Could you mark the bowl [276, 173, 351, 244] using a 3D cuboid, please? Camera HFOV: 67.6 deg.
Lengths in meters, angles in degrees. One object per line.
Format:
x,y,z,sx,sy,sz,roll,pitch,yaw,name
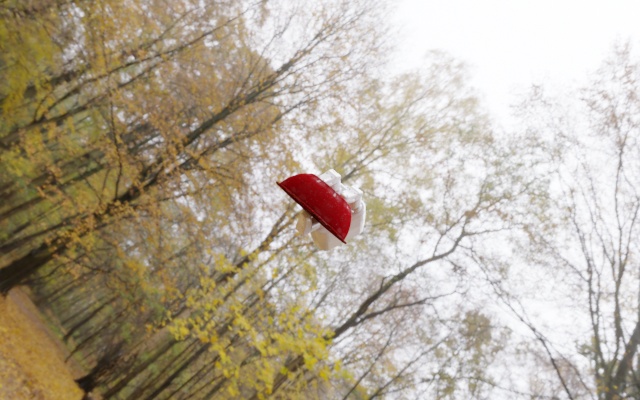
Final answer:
0.000,0.002,0.821,0.162,0.055,0.162,41,-3,3,bowl
